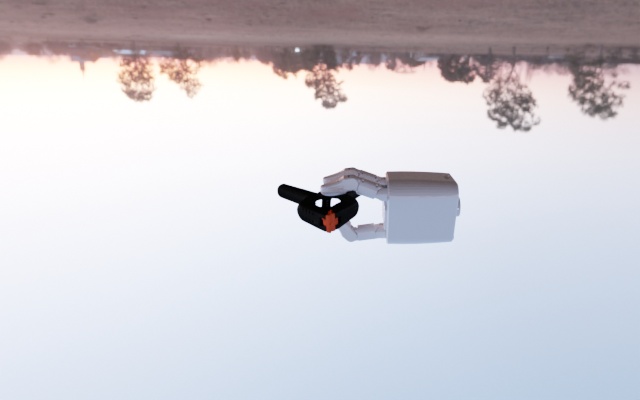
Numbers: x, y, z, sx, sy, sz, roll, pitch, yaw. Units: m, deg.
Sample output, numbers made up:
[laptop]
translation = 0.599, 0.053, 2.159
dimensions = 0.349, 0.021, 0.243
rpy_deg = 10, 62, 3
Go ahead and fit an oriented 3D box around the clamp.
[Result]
[clamp]
translation = 0.000, 0.003, 0.761
dimensions = 0.164, 0.036, 0.210
rpy_deg = -3, 17, 5
